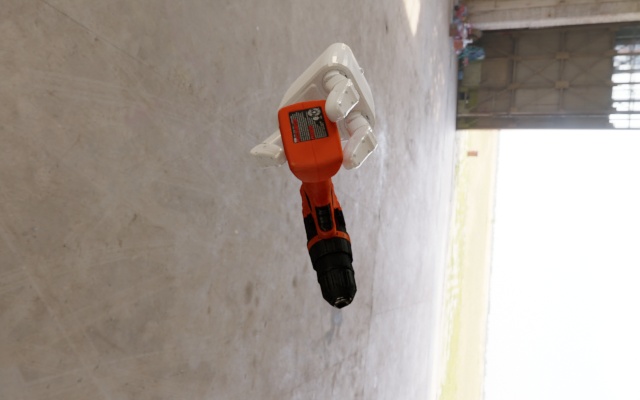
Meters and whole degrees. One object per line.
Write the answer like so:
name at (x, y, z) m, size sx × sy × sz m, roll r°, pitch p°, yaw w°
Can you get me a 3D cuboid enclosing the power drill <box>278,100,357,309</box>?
power drill at (0.000, 0.001, 0.523) m, size 0.057 × 0.184 × 0.188 m, roll -12°, pitch -41°, yaw -4°
